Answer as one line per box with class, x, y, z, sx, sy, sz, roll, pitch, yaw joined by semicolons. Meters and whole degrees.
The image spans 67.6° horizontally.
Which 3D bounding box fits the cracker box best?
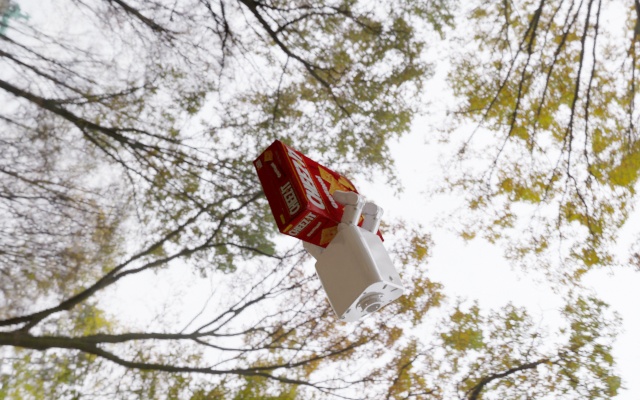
cracker box;0.000;0.003;0.830;0.072;0.164;0.214;-42;-41;20
